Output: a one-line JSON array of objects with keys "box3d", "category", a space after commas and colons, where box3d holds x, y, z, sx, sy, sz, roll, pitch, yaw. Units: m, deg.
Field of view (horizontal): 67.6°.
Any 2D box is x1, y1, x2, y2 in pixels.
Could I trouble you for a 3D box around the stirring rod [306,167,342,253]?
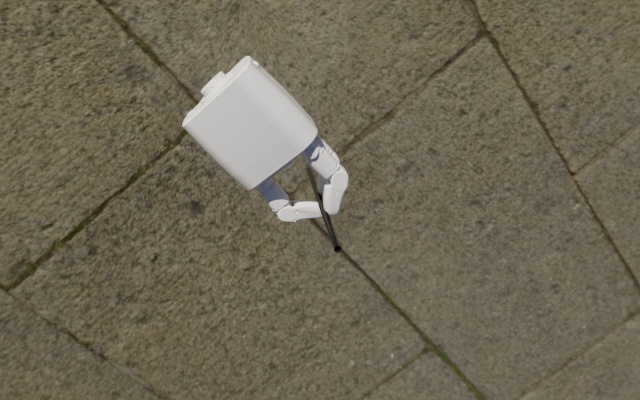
[{"box3d": [0.000, 0.002, 0.592, 0.011, 0.011, 0.239, 0, 23, -9], "category": "stirring rod"}]
